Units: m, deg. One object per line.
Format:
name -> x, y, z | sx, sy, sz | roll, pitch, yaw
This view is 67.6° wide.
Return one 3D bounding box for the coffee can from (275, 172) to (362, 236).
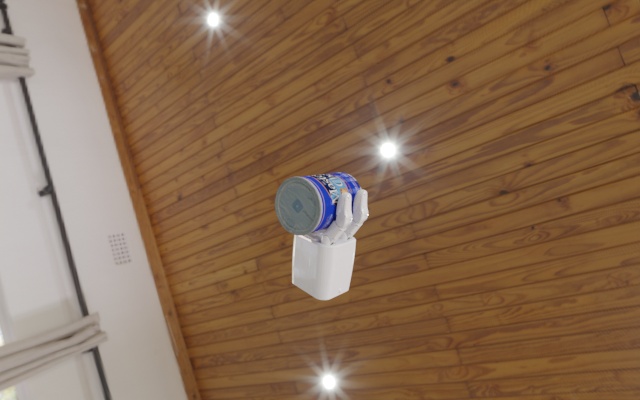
coffee can -> 0.000, 0.003, 0.879 | 0.103, 0.103, 0.140 | 0, 6, 37
